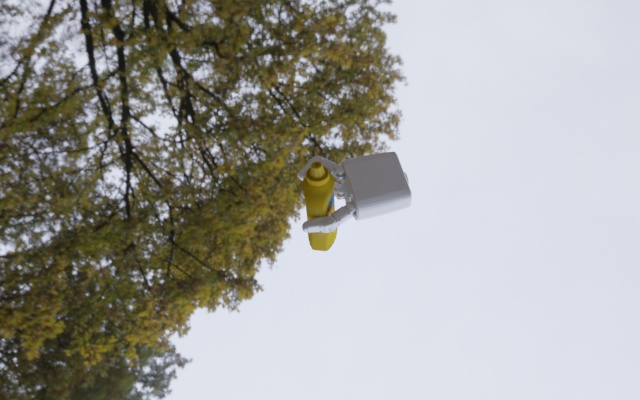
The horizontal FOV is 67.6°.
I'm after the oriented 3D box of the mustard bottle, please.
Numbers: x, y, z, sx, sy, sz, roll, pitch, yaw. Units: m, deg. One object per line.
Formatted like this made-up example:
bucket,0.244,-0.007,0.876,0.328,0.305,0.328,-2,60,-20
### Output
mustard bottle,0.000,0.003,0.884,0.058,0.096,0.192,6,-41,9
